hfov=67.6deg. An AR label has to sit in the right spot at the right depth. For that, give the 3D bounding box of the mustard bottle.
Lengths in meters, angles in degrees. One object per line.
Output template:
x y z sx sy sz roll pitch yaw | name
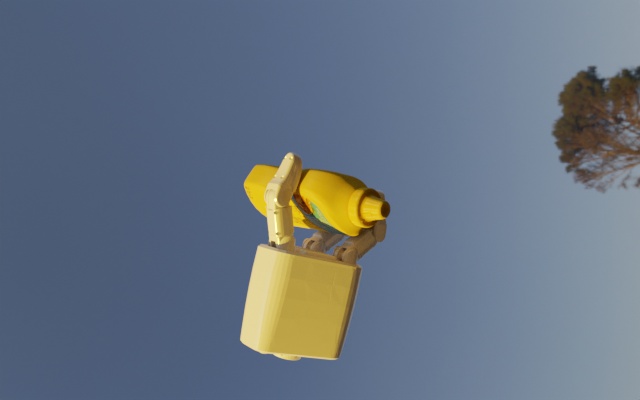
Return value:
0.000 0.001 0.542 0.191 0.058 0.096 8 -30 48 | mustard bottle
